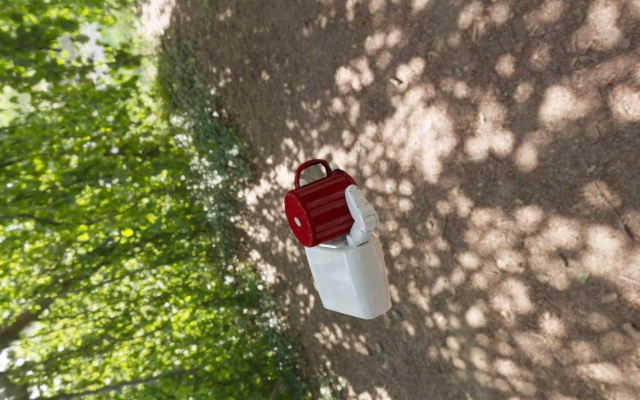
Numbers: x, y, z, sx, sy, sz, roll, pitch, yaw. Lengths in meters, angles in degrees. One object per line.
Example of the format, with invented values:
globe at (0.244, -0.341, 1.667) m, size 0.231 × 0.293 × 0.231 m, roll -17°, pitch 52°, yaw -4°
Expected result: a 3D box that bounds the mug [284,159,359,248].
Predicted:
mug at (0.000, 0.001, 0.642) m, size 0.081 × 0.117 × 0.093 m, roll -22°, pitch 15°, yaw -22°
